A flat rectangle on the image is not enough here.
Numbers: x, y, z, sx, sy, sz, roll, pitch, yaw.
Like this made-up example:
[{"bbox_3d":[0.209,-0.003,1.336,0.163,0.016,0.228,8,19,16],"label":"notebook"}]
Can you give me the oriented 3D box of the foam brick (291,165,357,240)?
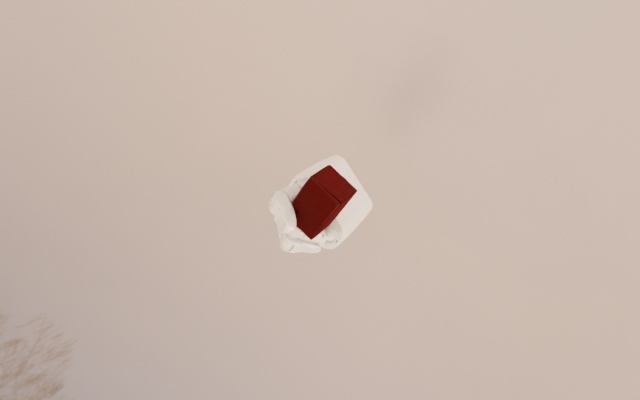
[{"bbox_3d":[0.000,0.002,0.624,0.051,0.053,0.078,-36,-13,-51],"label":"foam brick"}]
